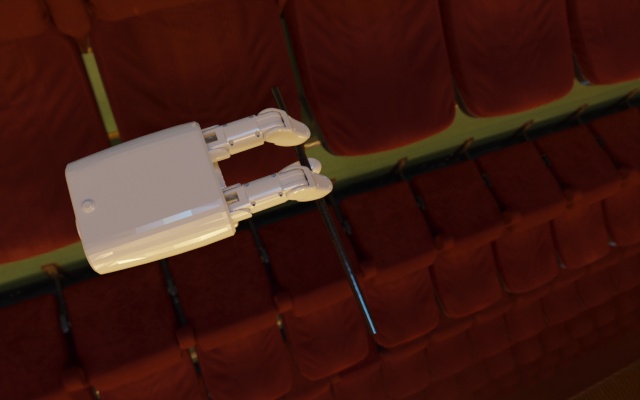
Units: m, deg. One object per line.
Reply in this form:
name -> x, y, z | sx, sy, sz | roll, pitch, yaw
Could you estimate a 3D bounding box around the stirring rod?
stirring rod -> 0.000, 0.001, 0.421 | 0.011, 0.239, 0.011 | -21, -16, -6
